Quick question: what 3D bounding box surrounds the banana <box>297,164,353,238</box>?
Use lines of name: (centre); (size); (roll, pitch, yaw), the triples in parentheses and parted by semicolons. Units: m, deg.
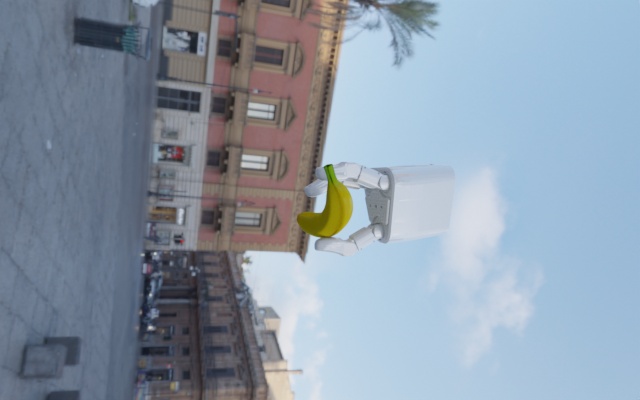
banana: (0.007, 0.018, 0.663); (0.037, 0.069, 0.198); (-15, -17, -21)
